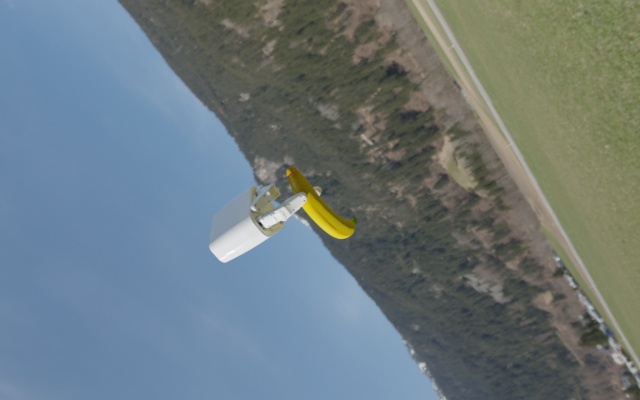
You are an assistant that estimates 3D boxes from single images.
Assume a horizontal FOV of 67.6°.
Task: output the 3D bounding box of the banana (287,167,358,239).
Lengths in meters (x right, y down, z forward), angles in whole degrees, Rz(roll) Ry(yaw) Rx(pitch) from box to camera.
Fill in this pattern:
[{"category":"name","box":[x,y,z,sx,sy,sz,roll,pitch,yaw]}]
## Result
[{"category":"banana","box":[0.005,0.017,0.847,0.037,0.069,0.198,-33,-49,19]}]
